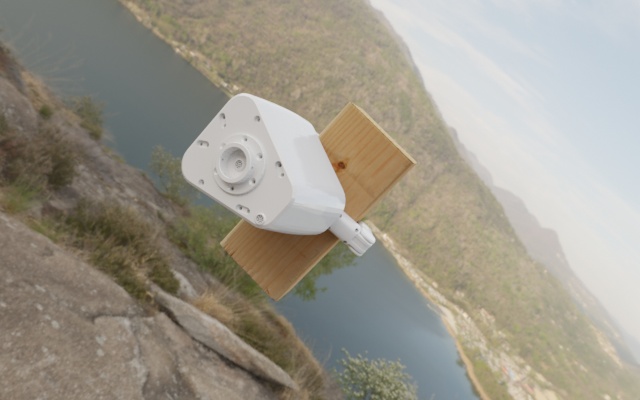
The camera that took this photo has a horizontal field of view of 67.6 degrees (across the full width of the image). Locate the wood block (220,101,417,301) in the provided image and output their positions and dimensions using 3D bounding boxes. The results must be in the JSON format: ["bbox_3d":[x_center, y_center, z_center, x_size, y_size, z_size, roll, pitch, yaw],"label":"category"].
[{"bbox_3d":[0.000,0.002,0.530,0.206,0.091,0.090,-46,-6,13],"label":"wood block"}]
